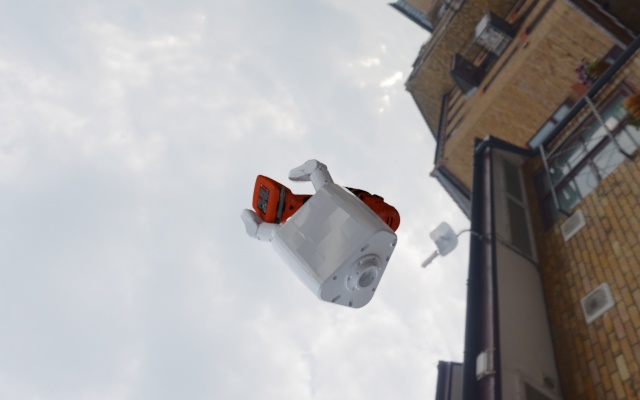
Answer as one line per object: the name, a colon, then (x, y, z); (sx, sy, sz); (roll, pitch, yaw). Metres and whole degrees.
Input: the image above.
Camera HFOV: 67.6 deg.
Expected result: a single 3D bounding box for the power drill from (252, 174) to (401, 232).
power drill: (0.000, 0.002, 0.696); (0.187, 0.057, 0.184); (6, 8, -21)
